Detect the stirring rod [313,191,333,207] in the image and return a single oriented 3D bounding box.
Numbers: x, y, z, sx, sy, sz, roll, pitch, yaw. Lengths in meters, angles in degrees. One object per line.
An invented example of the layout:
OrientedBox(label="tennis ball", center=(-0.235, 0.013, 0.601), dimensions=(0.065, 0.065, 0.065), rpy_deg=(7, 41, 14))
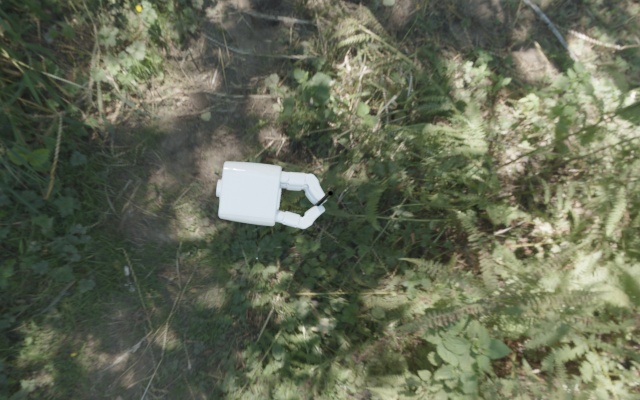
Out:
OrientedBox(label="stirring rod", center=(0.000, 0.003, 0.876), dimensions=(0.011, 0.011, 0.239), rpy_deg=(0, -7, -8))
